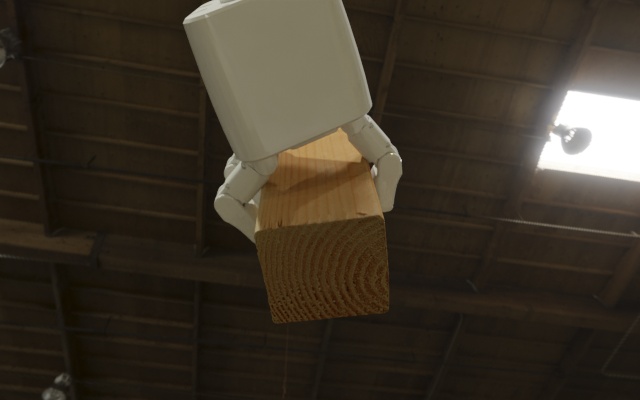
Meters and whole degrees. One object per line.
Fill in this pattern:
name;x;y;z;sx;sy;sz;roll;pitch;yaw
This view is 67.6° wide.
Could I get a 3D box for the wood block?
wood block;0.000;0.001;0.428;0.091;0.090;0.206;-6;30;2
